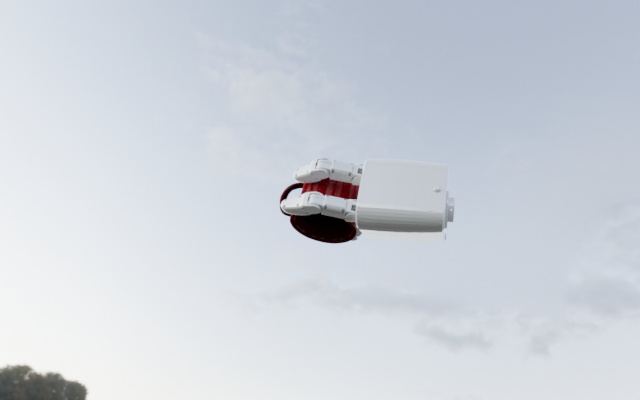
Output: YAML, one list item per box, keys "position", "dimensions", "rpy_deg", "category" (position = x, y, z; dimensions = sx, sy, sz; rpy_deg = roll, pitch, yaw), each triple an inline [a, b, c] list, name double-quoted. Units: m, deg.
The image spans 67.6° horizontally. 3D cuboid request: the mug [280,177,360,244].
- position: [-0.001, 0.002, 0.673]
  dimensions: [0.117, 0.081, 0.093]
  rpy_deg: [5, -32, 16]
  category: "mug"
